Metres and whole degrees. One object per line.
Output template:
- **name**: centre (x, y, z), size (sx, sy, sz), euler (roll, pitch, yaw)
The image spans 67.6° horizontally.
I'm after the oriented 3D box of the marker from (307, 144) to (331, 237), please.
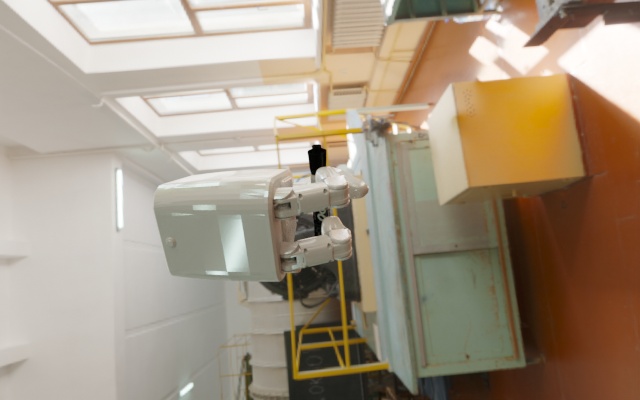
- **marker**: centre (0.000, 0.002, 0.483), size (0.020, 0.121, 0.020), euler (-4, 25, 2)
